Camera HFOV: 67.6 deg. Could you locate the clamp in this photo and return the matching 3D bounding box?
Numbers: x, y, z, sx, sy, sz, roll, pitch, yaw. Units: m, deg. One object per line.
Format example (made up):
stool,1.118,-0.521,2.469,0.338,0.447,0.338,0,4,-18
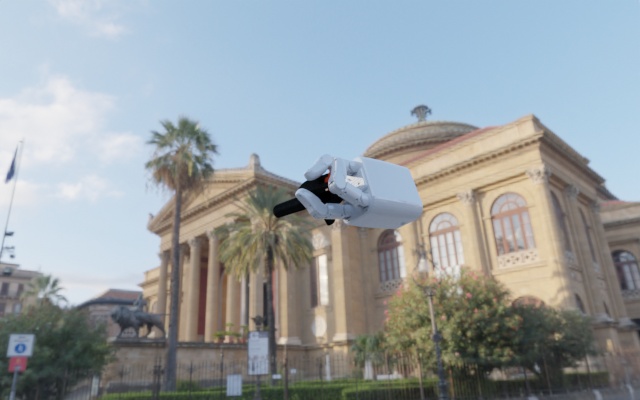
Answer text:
clamp,0.000,0.002,0.847,0.120,0.039,0.171,8,-24,-27
